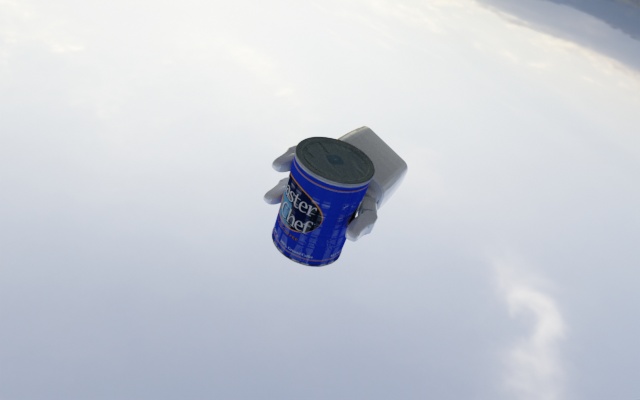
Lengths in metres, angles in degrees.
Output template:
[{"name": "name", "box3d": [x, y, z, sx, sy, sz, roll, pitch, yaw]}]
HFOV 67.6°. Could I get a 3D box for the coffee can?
[{"name": "coffee can", "box3d": [0.000, 0.002, 0.628, 0.103, 0.140, 0.102, 13, 35, -9]}]
